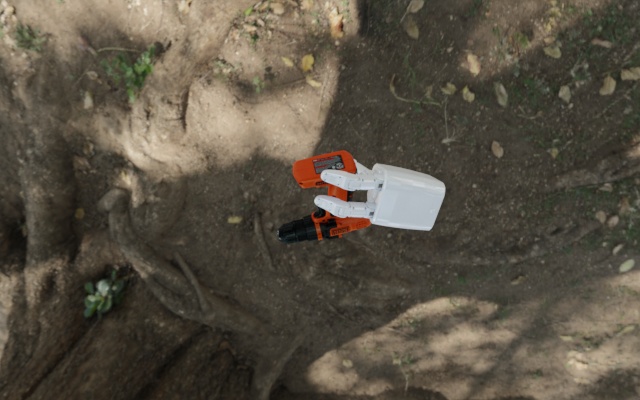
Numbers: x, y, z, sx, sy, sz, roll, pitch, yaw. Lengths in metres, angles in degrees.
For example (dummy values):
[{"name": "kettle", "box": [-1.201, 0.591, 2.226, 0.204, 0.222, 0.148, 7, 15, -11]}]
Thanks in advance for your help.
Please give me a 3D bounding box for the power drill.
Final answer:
[{"name": "power drill", "box": [0.000, 0.003, 0.864, 0.184, 0.057, 0.188, -14, -39, -4]}]
